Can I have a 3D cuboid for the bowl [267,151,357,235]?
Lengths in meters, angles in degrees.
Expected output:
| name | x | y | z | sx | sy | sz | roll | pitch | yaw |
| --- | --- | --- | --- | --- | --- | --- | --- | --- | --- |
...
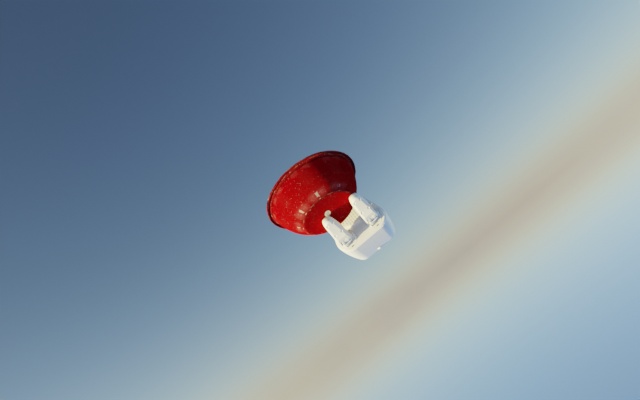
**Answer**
| name | x | y | z | sx | sy | sz | roll | pitch | yaw |
| --- | --- | --- | --- | --- | --- | --- | --- | --- | --- |
| bowl | 0.000 | 0.002 | 0.742 | 0.162 | 0.162 | 0.055 | 0 | 40 | -41 |
